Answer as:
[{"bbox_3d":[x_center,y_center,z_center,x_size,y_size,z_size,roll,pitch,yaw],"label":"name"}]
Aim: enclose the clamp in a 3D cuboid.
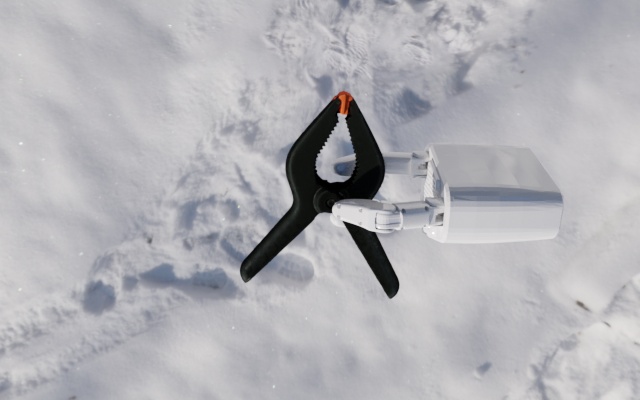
[{"bbox_3d":[0.000,0.001,0.464,0.164,0.210,0.036,0,19,-1],"label":"clamp"}]
